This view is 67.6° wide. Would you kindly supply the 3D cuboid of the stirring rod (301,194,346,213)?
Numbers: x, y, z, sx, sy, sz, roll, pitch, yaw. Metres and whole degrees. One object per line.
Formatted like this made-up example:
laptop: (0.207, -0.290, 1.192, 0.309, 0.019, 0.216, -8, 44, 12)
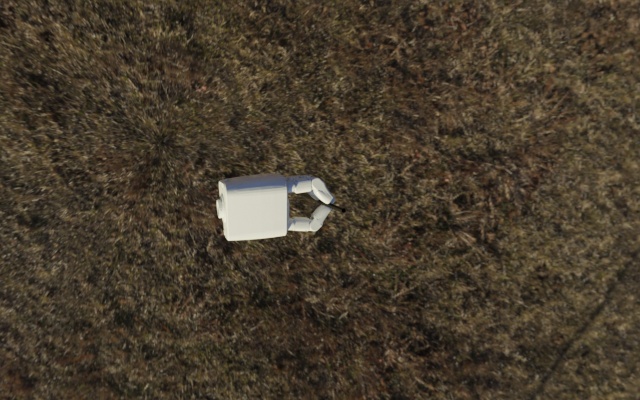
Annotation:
stirring rod: (0.000, 0.003, 0.898, 0.011, 0.011, 0.239, 0, 6, -19)
